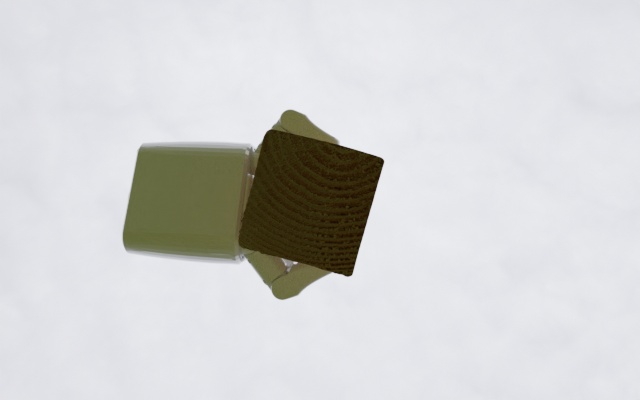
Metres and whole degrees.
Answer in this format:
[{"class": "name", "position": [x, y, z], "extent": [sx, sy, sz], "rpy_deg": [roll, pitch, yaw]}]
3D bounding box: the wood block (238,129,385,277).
[{"class": "wood block", "position": [0.000, 0.001, 0.441], "extent": [0.090, 0.091, 0.206], "rpy_deg": [15, 1, 4]}]
